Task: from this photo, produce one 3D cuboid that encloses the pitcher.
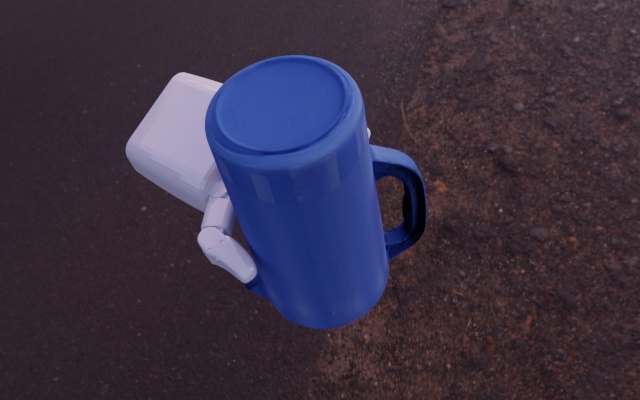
[{"bbox_3d":[0.000,0.001,0.409,0.145,0.149,0.243,24,-28,23],"label":"pitcher"}]
